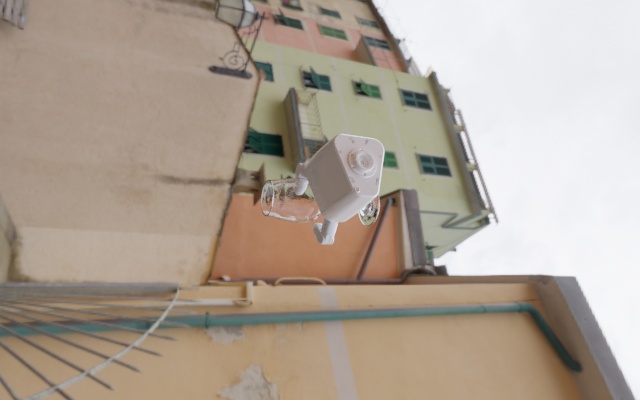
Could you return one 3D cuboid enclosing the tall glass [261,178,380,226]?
[{"bbox_3d":[0.001,0.003,0.842,0.201,0.079,0.079,4,-2,-25],"label":"tall glass"}]
